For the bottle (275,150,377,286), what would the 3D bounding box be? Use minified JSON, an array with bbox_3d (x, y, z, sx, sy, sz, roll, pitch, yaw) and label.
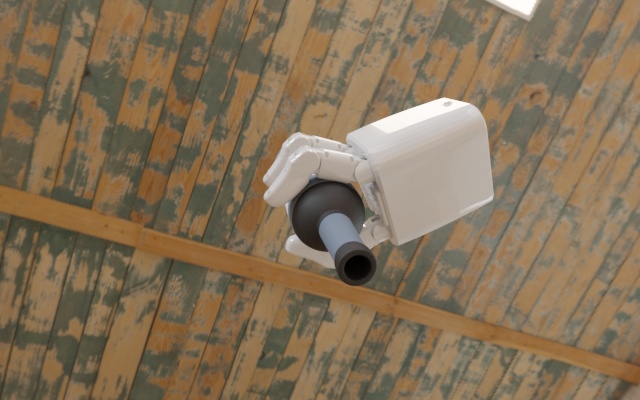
[{"bbox_3d":[0.000,0.001,0.455,0.069,0.069,0.295,0,17,-10],"label":"bottle"}]
